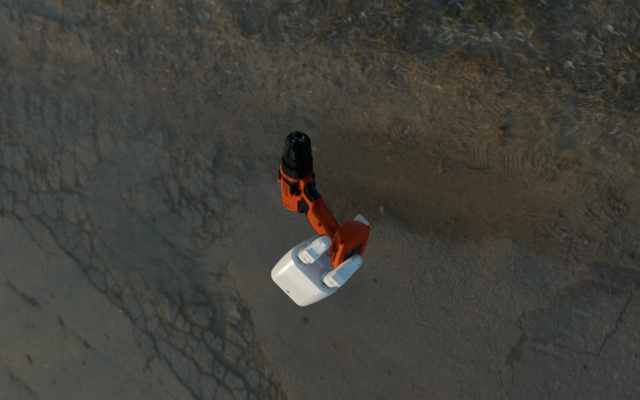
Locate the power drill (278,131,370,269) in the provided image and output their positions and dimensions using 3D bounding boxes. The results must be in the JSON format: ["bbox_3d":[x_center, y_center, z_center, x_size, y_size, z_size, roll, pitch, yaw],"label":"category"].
[{"bbox_3d":[0.000,0.003,0.745,0.057,0.187,0.185,-28,-27,-18],"label":"power drill"}]
